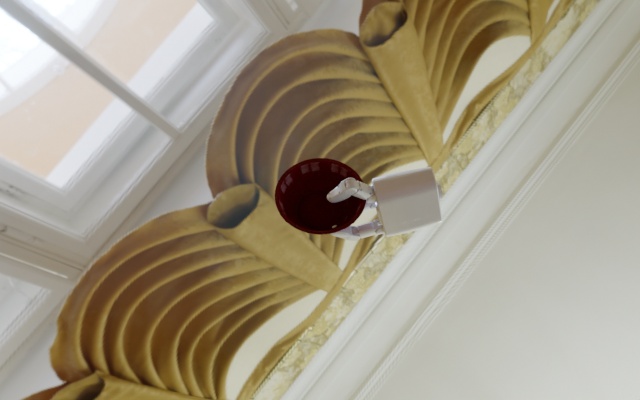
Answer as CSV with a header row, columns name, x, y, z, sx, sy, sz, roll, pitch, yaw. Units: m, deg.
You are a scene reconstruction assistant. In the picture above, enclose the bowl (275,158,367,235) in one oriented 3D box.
name,x,y,z,sx,sy,sz,roll,pitch,yaw
bowl,-0.001,0.003,0.858,0.162,0.162,0.055,0,-33,0
